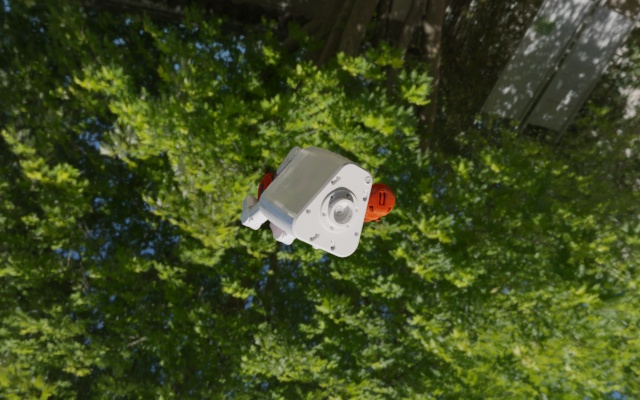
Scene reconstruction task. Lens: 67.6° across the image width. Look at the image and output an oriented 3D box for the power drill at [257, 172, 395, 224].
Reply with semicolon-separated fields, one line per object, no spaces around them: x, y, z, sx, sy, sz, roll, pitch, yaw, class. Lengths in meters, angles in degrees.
0.000;0.002;0.725;0.187;0.057;0.184;3;-10;-12;power drill
